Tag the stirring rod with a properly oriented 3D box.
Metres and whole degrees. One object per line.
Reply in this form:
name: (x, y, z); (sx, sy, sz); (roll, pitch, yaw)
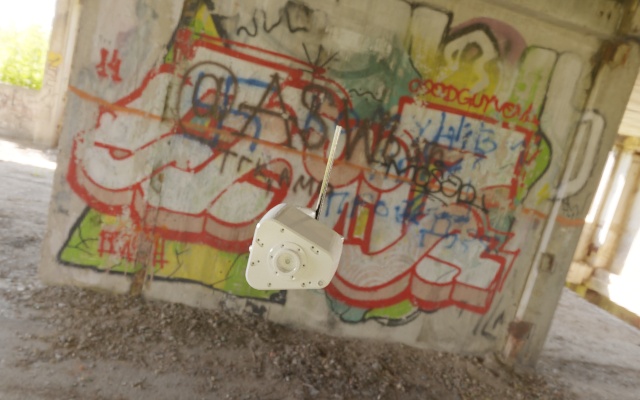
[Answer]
stirring rod: (0.000, 0.003, 0.745); (0.011, 0.239, 0.011); (14, 9, -2)
